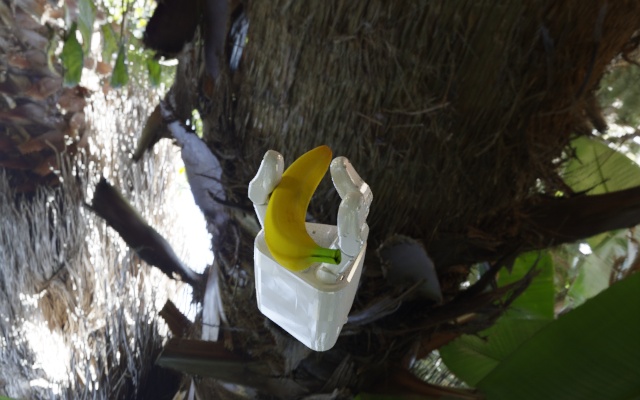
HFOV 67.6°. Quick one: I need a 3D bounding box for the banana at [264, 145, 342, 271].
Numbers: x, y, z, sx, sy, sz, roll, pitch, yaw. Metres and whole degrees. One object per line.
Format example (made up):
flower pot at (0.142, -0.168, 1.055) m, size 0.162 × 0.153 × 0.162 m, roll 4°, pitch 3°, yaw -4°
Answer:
banana at (-0.018, 0.006, 0.451) m, size 0.069 × 0.037 × 0.197 m, roll -9°, pitch 33°, yaw 4°
